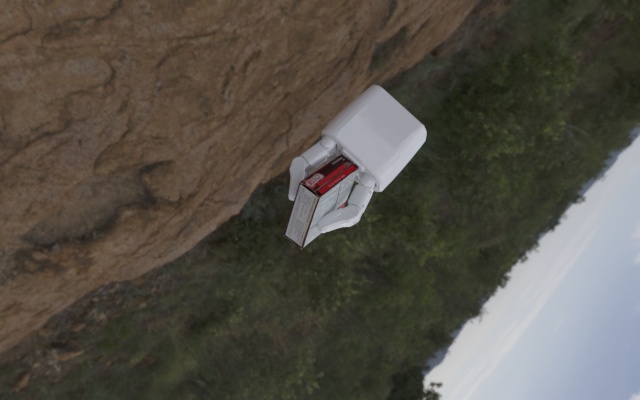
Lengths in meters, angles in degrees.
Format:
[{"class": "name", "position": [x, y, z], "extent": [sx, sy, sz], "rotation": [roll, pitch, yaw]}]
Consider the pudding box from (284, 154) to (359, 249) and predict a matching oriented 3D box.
[{"class": "pudding box", "position": [0.000, 0.002, 0.654], "extent": [0.039, 0.114, 0.090], "rotation": [37, 48, 19]}]
